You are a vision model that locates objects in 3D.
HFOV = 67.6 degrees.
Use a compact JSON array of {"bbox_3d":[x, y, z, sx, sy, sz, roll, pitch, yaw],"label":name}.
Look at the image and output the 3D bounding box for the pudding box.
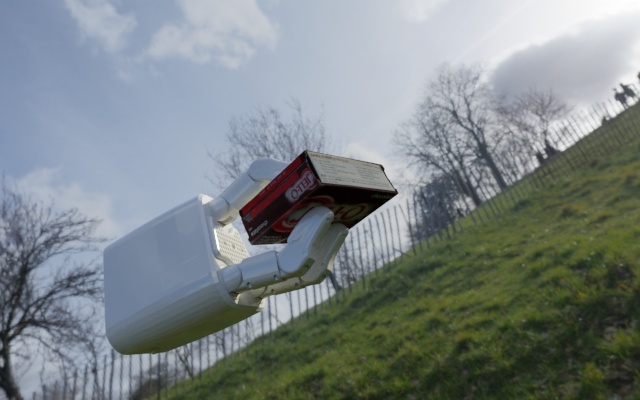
[{"bbox_3d":[0.000,0.001,0.415,0.090,0.039,0.113,-38,-23,32],"label":"pudding box"}]
